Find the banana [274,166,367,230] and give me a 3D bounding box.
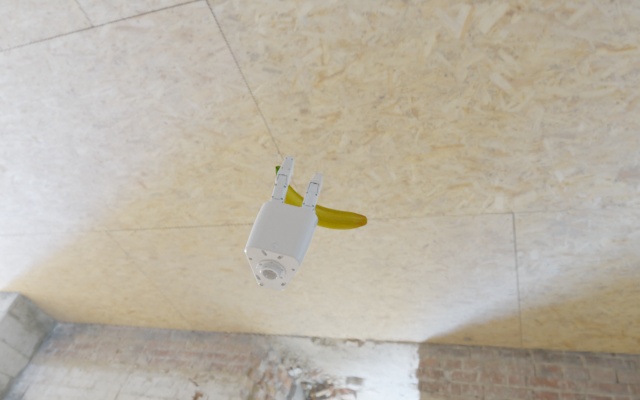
[{"bbox_3d":[-0.011,0.013,0.884,0.198,0.070,0.037,29,40,-7],"label":"banana"}]
